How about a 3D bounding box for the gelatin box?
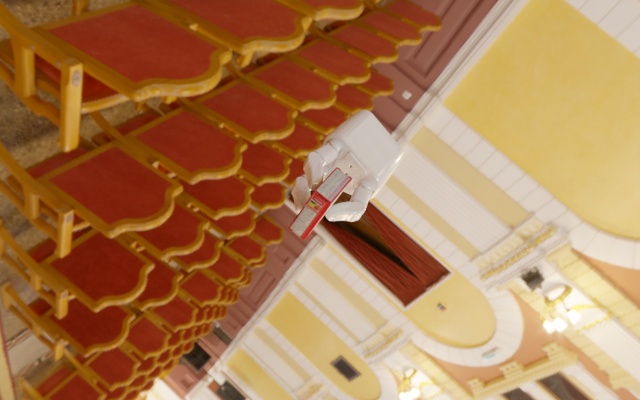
[{"bbox_3d":[0.000,0.003,0.645,0.030,0.073,0.089,38,33,2],"label":"gelatin box"}]
